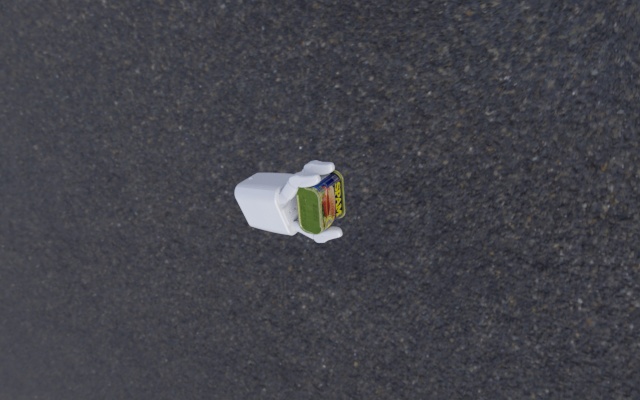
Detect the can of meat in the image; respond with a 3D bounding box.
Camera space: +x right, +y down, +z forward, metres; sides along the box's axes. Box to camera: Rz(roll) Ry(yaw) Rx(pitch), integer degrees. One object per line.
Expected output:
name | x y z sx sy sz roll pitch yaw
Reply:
can of meat | 0.000 0.003 0.891 0.057 0.102 0.084 12 30 30
